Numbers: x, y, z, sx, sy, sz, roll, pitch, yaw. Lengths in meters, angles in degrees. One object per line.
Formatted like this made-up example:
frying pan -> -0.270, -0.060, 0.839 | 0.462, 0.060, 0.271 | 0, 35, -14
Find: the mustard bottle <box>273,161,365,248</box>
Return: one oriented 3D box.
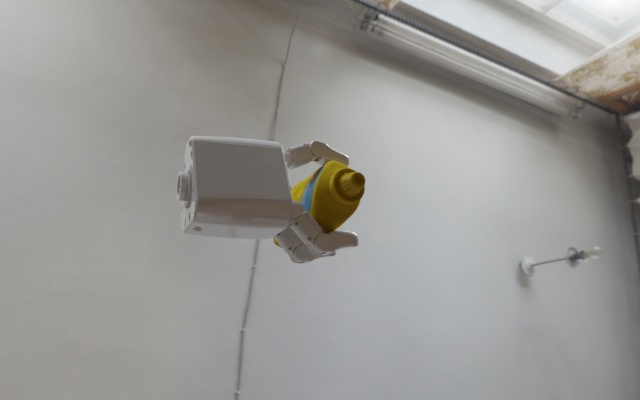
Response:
mustard bottle -> 0.000, 0.002, 0.598 | 0.058, 0.096, 0.192 | 27, -25, -16
